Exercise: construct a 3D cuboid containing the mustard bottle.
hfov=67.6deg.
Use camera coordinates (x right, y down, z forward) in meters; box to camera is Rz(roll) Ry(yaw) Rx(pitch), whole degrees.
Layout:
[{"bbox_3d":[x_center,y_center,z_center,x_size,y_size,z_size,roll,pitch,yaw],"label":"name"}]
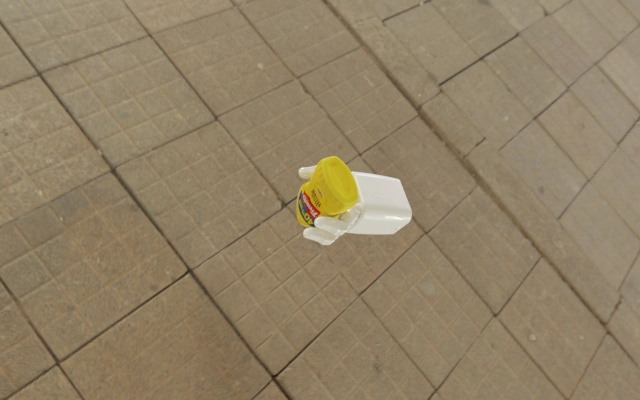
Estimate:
[{"bbox_3d":[0.000,0.003,0.892,0.058,0.096,0.192,-20,-15,-30],"label":"mustard bottle"}]
